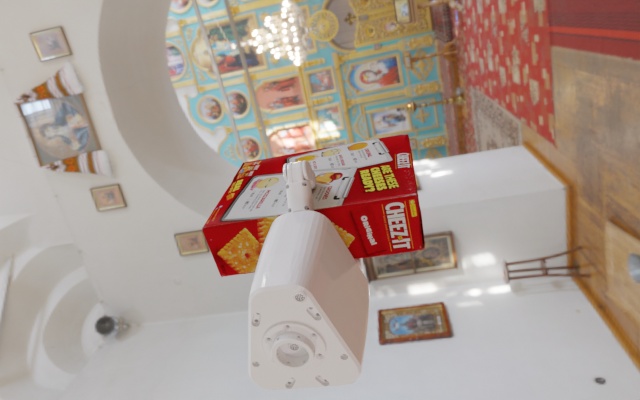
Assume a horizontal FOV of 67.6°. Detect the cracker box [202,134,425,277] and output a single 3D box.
[{"bbox_3d":[0.000,0.002,0.532,0.214,0.072,0.164,-8,27,11],"label":"cracker box"}]
